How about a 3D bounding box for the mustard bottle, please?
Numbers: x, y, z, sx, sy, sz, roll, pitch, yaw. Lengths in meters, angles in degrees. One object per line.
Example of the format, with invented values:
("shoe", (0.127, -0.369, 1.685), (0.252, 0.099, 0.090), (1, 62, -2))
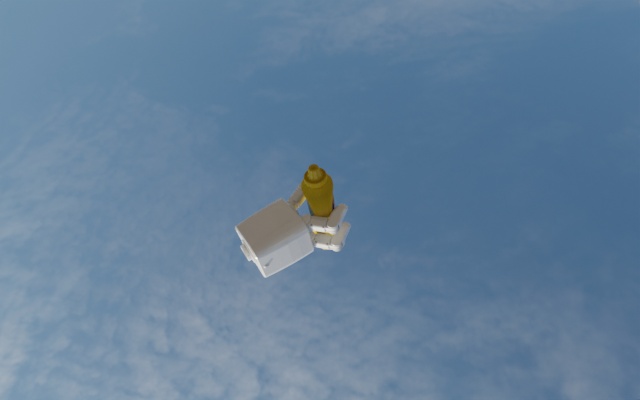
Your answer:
("mustard bottle", (0.000, 0.003, 0.894), (0.058, 0.096, 0.192), (-11, -40, 2))
